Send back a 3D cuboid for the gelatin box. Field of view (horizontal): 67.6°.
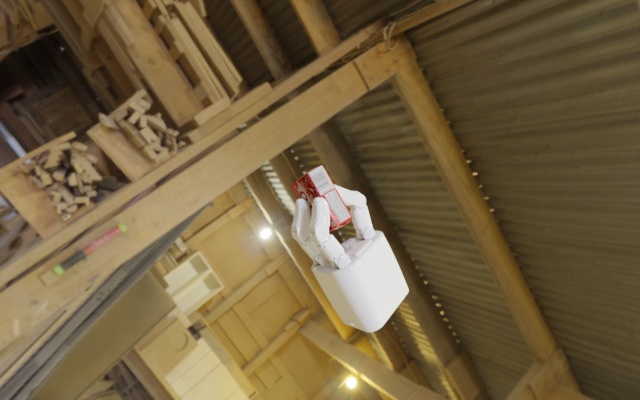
[{"bbox_3d":[0.000,0.002,0.687,0.030,0.089,0.073,-29,-1,-25],"label":"gelatin box"}]
